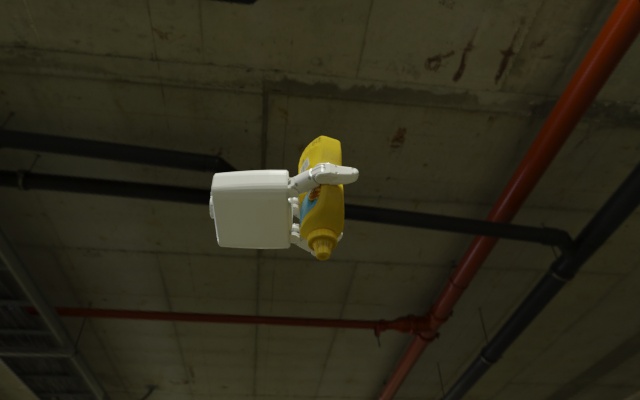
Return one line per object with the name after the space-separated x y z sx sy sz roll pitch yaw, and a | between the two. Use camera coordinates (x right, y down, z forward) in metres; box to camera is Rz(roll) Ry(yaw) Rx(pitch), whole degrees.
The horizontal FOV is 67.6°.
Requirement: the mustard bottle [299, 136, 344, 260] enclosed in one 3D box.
0.000 0.002 0.693 0.058 0.191 0.096 16 -44 -19 | mustard bottle
